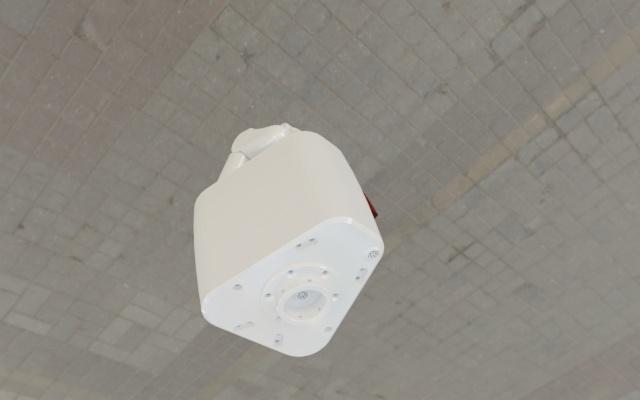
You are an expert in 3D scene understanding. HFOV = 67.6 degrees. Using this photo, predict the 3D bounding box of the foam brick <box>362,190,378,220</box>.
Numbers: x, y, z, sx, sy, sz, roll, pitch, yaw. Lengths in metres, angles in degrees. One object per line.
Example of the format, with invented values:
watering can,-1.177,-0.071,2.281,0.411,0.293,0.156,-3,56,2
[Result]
foam brick,0.000,0.001,0.411,0.078,0.053,0.051,32,16,-31
